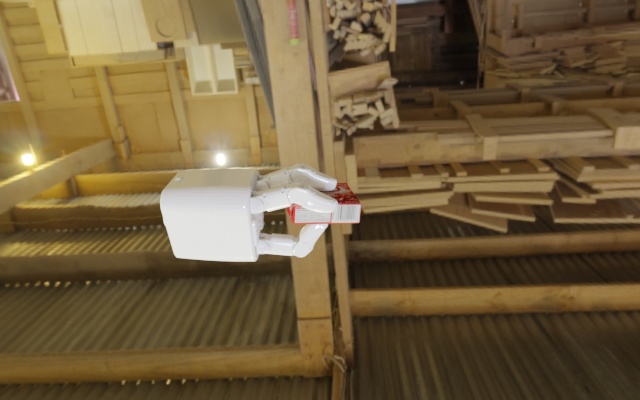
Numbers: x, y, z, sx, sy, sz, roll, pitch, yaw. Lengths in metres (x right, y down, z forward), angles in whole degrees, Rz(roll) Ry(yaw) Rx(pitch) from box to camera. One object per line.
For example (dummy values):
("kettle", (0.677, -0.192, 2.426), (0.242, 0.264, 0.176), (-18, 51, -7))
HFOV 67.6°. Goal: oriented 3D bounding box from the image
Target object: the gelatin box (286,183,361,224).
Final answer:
("gelatin box", (0.000, 0.002, 0.615), (0.089, 0.030, 0.073), (0, 23, -13))
